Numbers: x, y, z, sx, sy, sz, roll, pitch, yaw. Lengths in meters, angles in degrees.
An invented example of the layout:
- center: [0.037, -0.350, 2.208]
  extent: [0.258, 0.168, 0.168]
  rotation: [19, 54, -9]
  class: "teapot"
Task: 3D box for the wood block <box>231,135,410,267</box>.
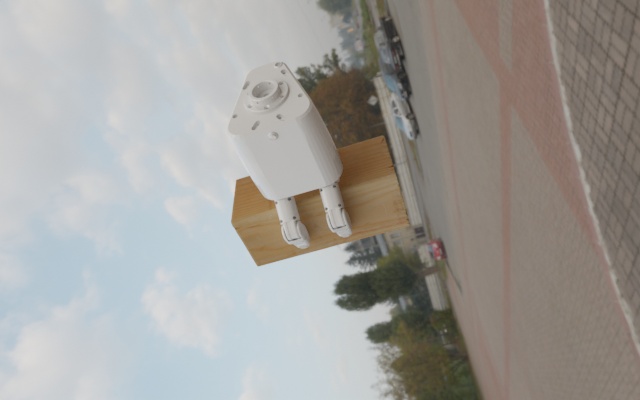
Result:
- center: [0.000, 0.002, 0.621]
  extent: [0.206, 0.090, 0.090]
  rotation: [-16, 40, 9]
  class: "wood block"
